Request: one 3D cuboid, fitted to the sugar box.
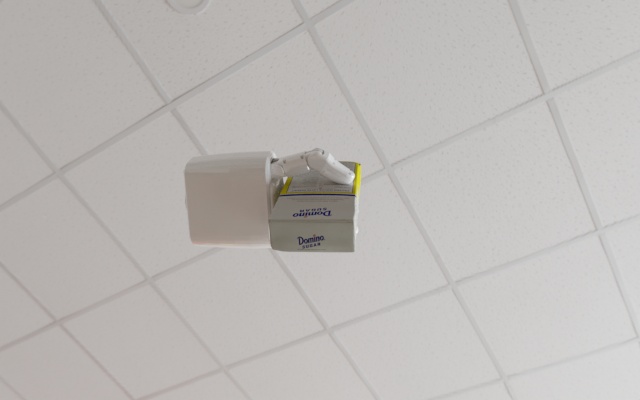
[{"bbox_3d":[0.000,0.002,0.576,0.093,0.048,0.176,0,27,7],"label":"sugar box"}]
